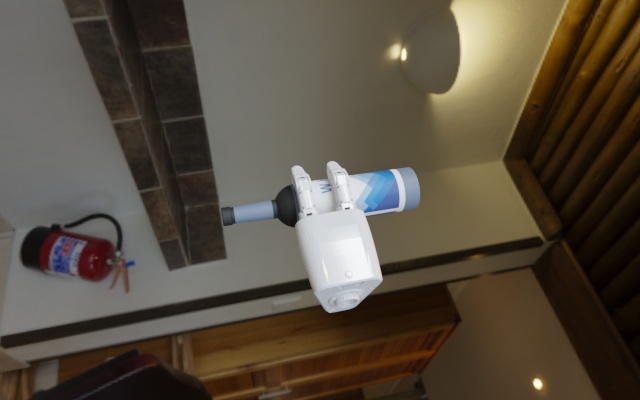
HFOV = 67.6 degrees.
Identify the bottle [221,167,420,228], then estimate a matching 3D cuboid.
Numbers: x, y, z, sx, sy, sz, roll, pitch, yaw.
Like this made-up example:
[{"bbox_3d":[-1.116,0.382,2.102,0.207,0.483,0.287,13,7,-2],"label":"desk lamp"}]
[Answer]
[{"bbox_3d":[0.000,0.002,0.722,0.296,0.069,0.069,-9,2,-11],"label":"bottle"}]
